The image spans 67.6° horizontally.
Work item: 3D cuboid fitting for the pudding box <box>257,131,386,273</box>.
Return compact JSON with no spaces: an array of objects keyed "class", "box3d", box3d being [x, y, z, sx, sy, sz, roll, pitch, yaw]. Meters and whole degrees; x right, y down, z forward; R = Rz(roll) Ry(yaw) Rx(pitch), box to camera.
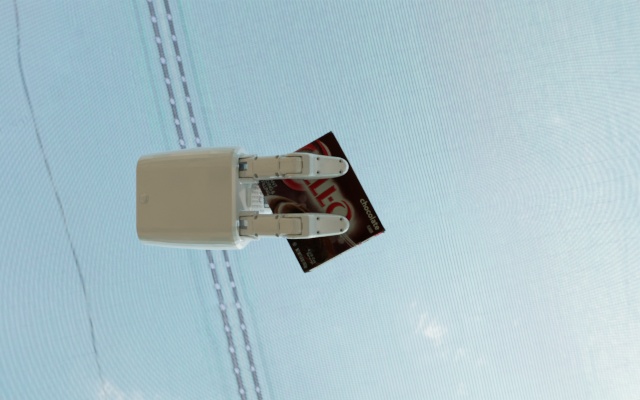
[{"class":"pudding box","box3d":[0.000,0.002,0.475,0.090,0.113,0.039,-29,-6,8]}]
